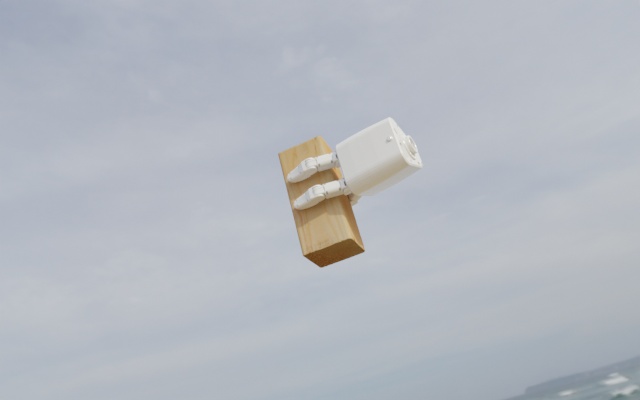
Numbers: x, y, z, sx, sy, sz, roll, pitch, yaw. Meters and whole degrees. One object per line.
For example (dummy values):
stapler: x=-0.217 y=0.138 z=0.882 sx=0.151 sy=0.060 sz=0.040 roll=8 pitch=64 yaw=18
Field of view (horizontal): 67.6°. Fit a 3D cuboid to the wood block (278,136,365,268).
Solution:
wood block: x=0.001 y=0.003 z=0.857 sx=0.090 sy=0.206 sz=0.091 roll=-22 pitch=-28 yaw=13
